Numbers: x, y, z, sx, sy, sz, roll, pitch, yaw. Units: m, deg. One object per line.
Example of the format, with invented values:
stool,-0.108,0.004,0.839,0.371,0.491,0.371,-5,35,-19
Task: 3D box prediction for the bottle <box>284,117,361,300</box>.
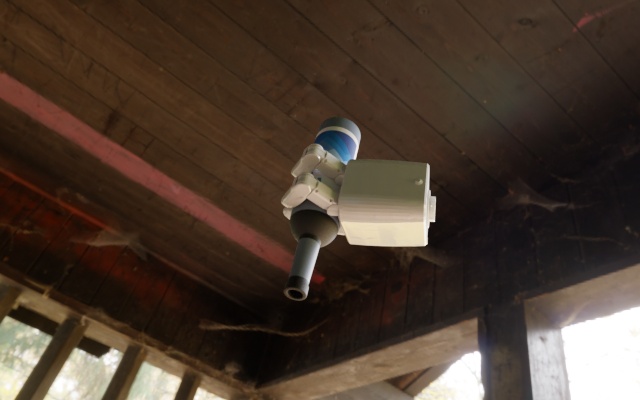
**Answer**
bottle,0.000,0.002,0.647,0.069,0.295,0.069,9,-42,8
